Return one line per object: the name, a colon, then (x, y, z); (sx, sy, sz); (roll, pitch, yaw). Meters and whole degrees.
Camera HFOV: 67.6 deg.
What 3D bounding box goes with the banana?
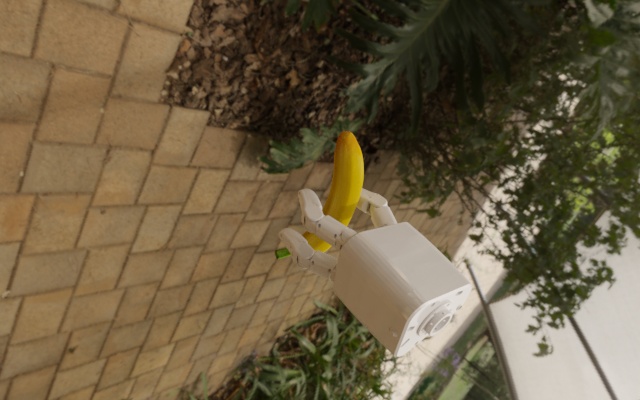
banana: (0.013, 0.006, 0.594); (0.069, 0.198, 0.037); (7, 33, -38)
